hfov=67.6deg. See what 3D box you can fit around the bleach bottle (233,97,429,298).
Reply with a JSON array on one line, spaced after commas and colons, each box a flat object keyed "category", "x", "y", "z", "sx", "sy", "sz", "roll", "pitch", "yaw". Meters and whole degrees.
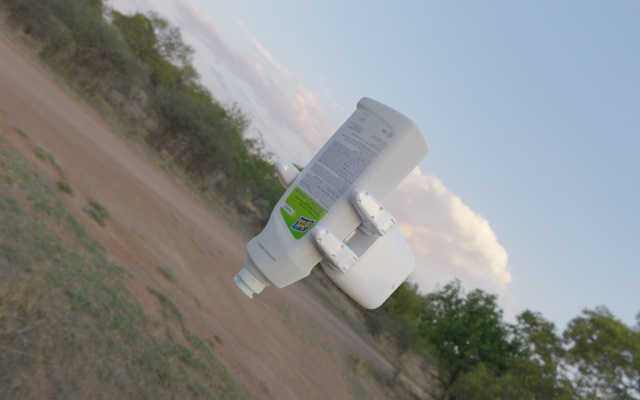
[{"category": "bleach bottle", "x": 0.000, "y": 0.002, "z": 0.527, "sx": 0.102, "sy": 0.251, "sz": 0.068, "roll": 39, "pitch": -8, "yaw": 43}]
